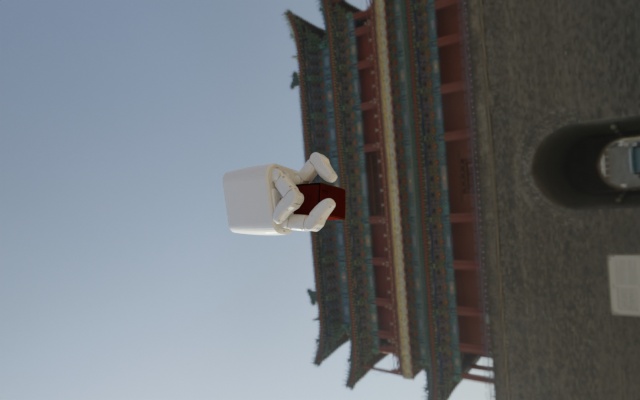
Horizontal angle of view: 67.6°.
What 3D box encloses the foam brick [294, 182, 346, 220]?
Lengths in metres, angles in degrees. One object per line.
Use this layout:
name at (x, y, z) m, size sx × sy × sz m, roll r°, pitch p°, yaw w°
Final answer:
foam brick at (0.000, 0.003, 0.789) m, size 0.051 × 0.053 × 0.078 m, roll -4°, pitch -11°, yaw 35°
